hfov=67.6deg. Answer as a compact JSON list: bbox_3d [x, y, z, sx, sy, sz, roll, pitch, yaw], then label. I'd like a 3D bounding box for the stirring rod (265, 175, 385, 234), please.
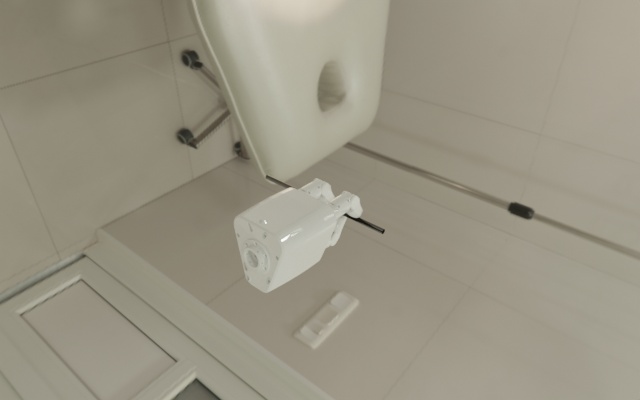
[{"bbox_3d":[0.000,0.003,0.770,0.239,0.011,0.011,25,14,31],"label":"stirring rod"}]
